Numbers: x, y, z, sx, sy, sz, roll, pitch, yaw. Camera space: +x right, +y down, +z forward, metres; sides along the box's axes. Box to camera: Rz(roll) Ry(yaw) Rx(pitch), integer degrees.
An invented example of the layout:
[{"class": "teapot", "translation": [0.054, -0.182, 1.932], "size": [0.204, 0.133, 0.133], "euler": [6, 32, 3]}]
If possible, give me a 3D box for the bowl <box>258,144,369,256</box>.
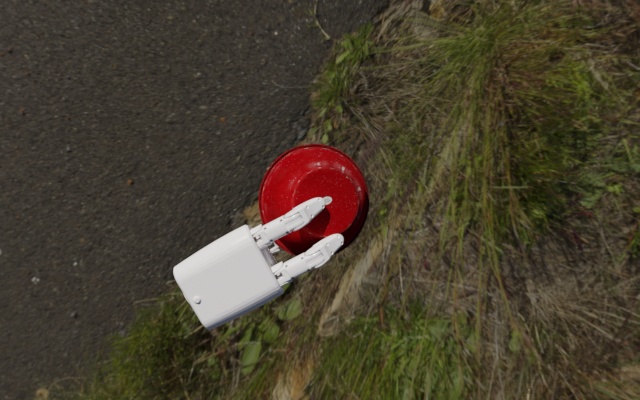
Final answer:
[{"class": "bowl", "translation": [0.001, 0.001, 0.646], "size": [0.162, 0.162, 0.055], "euler": [0, 1, -16]}]
